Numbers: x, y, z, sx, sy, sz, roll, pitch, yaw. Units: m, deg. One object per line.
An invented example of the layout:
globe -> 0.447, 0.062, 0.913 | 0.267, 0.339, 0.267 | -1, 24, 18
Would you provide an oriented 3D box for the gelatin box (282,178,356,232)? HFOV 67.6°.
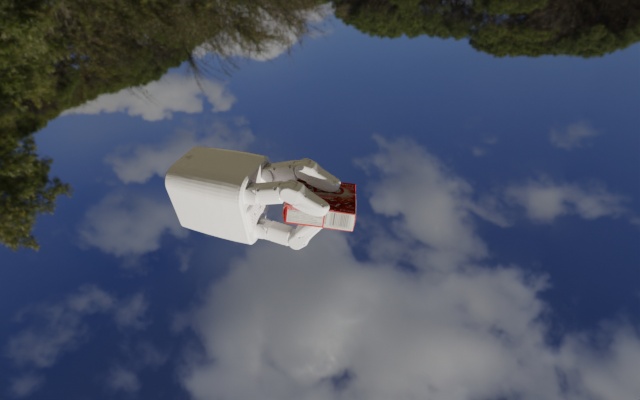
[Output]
gelatin box -> 0.000, 0.002, 0.608 | 0.089, 0.030, 0.073 | 8, 32, -1
